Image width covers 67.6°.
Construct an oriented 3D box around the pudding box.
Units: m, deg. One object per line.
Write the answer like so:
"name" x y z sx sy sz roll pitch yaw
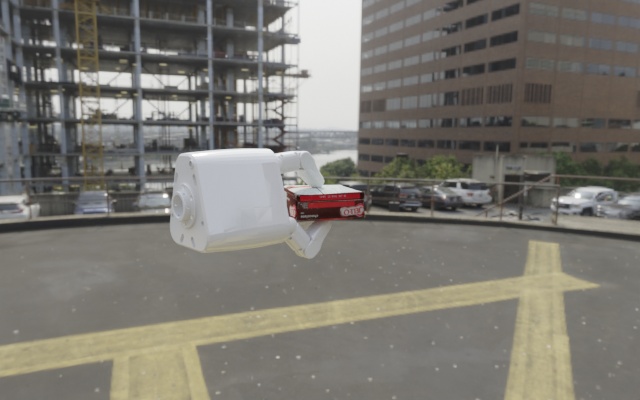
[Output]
"pudding box" 0.000 0.002 0.635 0.090 0.039 0.113 -2 8 -13
